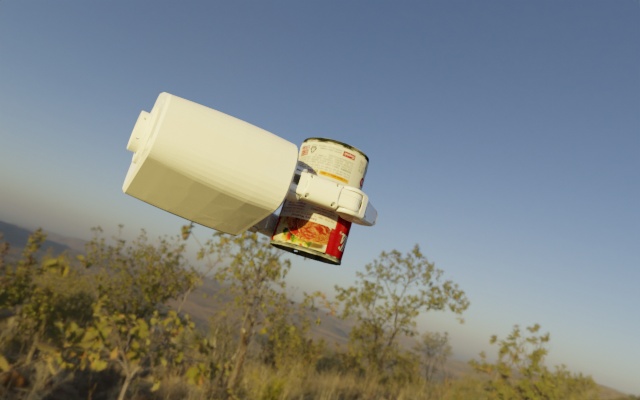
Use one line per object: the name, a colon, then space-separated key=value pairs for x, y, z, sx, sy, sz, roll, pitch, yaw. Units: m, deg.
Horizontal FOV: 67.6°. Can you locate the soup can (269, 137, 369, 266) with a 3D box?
soup can: x=0.001 y=0.001 z=0.441 sx=0.068 sy=0.102 sz=0.068 roll=16 pitch=-11 yaw=3
